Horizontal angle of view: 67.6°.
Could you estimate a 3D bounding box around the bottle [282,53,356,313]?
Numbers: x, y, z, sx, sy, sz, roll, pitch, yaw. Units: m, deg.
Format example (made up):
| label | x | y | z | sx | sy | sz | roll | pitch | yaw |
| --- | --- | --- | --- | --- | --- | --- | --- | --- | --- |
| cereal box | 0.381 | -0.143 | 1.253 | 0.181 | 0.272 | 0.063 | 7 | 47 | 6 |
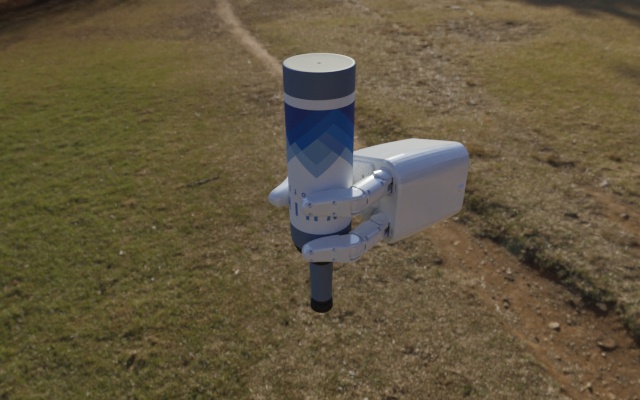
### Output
| label | x | y | z | sx | sy | sz | roll | pitch | yaw |
| --- | --- | --- | --- | --- | --- | --- | --- | --- | --- |
| bottle | 0.000 | 0.001 | 0.506 | 0.069 | 0.296 | 0.069 | 0 | 31 | 0 |
